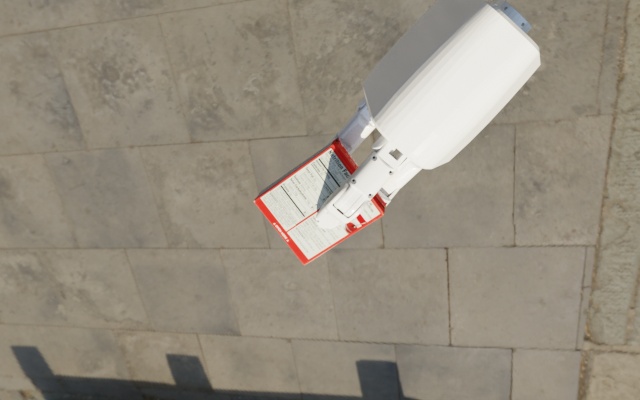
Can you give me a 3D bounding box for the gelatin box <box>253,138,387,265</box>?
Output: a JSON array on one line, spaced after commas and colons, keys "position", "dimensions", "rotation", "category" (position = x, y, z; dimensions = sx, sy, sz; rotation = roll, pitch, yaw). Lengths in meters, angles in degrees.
[{"position": [0.000, 0.002, 0.409], "dimensions": [0.089, 0.073, 0.030], "rotation": [-34, 11, 18], "category": "gelatin box"}]
